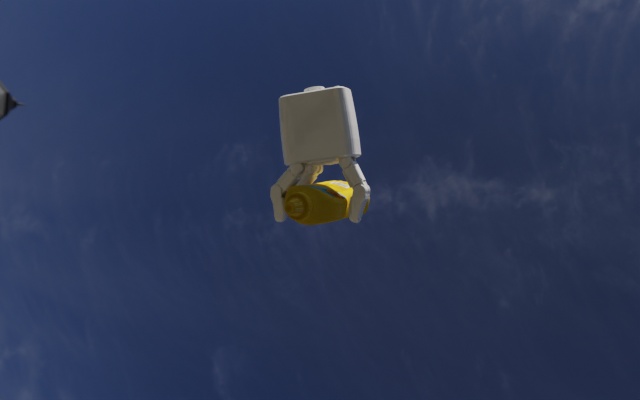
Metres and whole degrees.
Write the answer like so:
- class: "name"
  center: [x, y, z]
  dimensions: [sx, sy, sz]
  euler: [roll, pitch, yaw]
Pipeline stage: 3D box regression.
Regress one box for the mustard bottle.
- class: "mustard bottle"
  center: [0.000, 0.003, 0.745]
  dimensions: [0.096, 0.058, 0.191]
  euler: [18, 12, 24]
